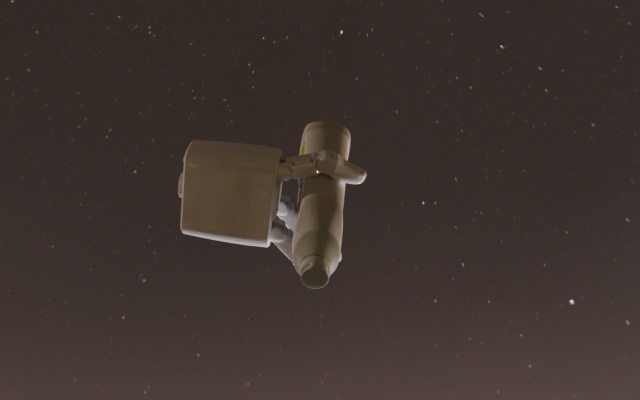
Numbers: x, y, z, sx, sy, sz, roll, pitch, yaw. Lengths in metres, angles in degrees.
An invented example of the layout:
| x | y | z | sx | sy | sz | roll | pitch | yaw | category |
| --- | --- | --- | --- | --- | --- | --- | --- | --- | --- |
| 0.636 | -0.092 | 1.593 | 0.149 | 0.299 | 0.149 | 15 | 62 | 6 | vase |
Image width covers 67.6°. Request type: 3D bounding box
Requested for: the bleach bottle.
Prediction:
| x | y | z | sx | sy | sz | roll | pitch | yaw | category |
| --- | --- | --- | --- | --- | --- | --- | --- | --- | --- |
| 0.000 | 0.002 | 0.576 | 0.068 | 0.103 | 0.250 | 8 | 33 | -3 | bleach bottle |
